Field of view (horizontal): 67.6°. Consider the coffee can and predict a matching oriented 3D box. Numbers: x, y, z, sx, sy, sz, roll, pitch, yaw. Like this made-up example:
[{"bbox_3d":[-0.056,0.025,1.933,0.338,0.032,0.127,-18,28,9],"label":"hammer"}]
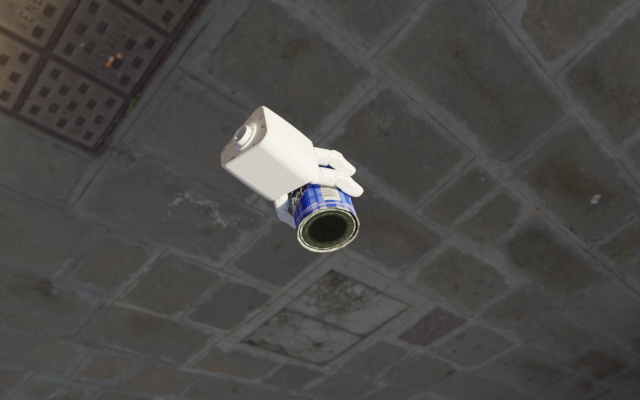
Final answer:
[{"bbox_3d":[0.000,0.003,0.817,0.103,0.103,0.140,0,41,-14],"label":"coffee can"}]
